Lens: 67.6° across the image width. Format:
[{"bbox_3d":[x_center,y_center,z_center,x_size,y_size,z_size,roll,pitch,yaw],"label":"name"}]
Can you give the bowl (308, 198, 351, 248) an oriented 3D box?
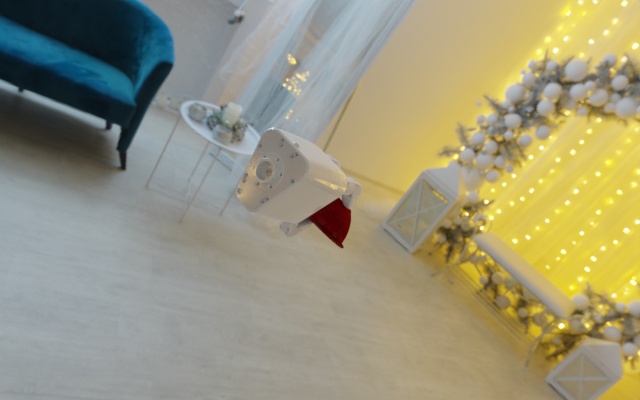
[{"bbox_3d":[0.001,0.002,0.788,0.055,0.162,0.162,-43,-2,2],"label":"bowl"}]
